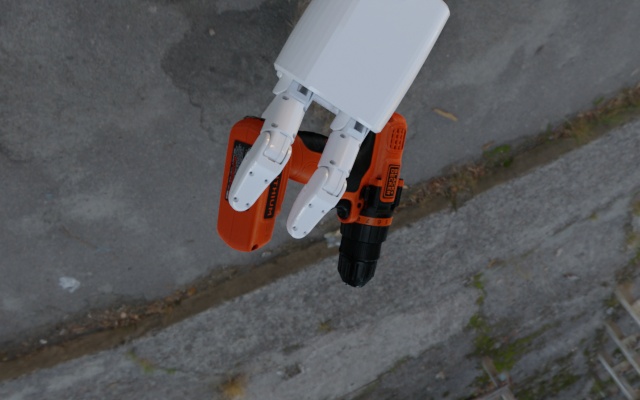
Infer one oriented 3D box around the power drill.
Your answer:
[{"bbox_3d":[0.000,0.001,0.439,0.187,0.184,0.057,-1,14,-45],"label":"power drill"}]
